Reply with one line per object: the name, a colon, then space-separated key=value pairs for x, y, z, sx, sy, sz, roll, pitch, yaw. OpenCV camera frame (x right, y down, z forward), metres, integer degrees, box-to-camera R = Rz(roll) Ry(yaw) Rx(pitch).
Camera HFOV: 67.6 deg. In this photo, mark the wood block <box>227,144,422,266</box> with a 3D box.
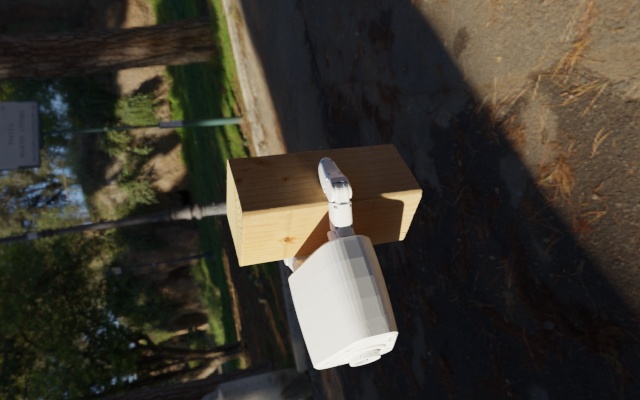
wood block: x=0.000 y=0.002 z=0.565 sx=0.206 sy=0.090 sz=0.091 roll=-7 pitch=-42 yaw=-18
